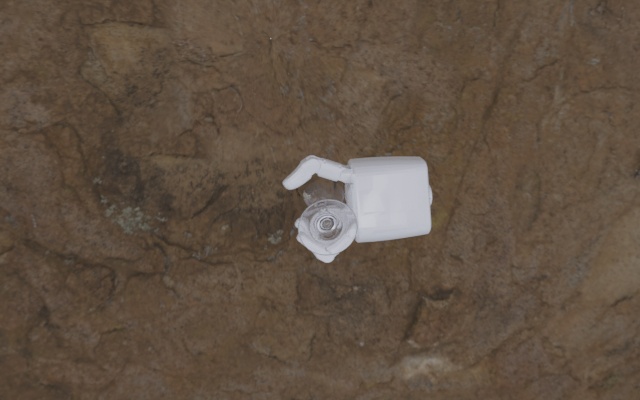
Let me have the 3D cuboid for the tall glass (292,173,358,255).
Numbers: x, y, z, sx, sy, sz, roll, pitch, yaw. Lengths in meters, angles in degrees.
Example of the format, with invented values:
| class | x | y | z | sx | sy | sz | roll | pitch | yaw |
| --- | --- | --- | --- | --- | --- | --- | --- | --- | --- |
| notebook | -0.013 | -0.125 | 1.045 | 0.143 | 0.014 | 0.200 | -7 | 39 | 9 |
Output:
| class | x | y | z | sx | sy | sz | roll | pitch | yaw |
| --- | --- | --- | --- | --- | --- | --- | --- | --- | --- |
| tall glass | 0.000 | 0.002 | 0.680 | 0.079 | 0.079 | 0.201 | 0 | 19 | -6 |
